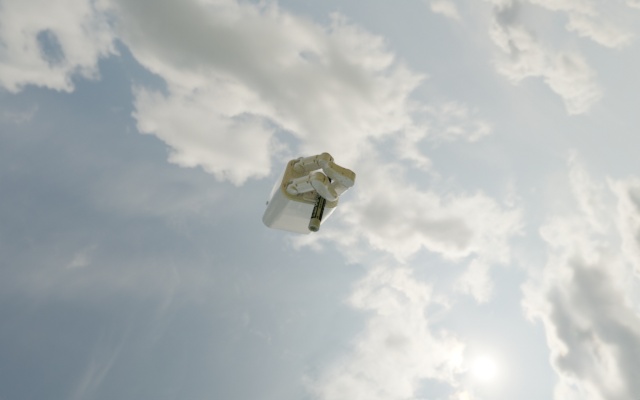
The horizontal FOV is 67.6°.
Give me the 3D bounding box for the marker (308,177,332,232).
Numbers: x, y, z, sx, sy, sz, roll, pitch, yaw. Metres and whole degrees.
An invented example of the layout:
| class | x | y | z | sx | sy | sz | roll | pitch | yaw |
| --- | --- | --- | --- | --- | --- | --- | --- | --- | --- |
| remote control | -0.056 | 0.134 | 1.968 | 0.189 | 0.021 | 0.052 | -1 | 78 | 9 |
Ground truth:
| class | x | y | z | sx | sy | sz | roll | pitch | yaw |
| --- | --- | --- | --- | --- | --- | --- | --- | --- | --- |
| marker | 0.000 | 0.003 | 0.815 | 0.020 | 0.121 | 0.020 | 8 | -43 | 7 |
